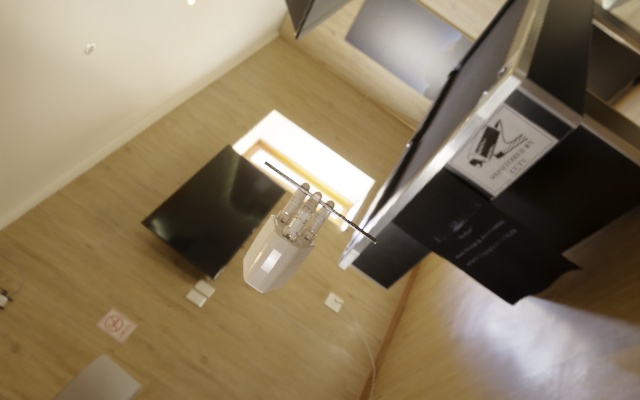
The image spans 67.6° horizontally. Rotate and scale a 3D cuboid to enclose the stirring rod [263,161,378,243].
[{"bbox_3d":[0.000,0.003,0.836,0.239,0.011,0.011,35,0,0],"label":"stirring rod"}]
